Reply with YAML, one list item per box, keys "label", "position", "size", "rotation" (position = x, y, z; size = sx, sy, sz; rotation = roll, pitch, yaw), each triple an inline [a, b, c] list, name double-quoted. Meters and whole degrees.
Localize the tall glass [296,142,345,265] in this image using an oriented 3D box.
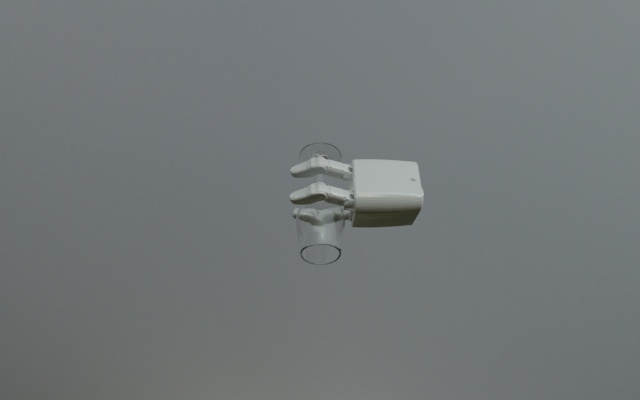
- label: "tall glass"
  position: [0.000, 0.002, 0.780]
  size: [0.079, 0.200, 0.079]
  rotation: [0, -37, 0]
